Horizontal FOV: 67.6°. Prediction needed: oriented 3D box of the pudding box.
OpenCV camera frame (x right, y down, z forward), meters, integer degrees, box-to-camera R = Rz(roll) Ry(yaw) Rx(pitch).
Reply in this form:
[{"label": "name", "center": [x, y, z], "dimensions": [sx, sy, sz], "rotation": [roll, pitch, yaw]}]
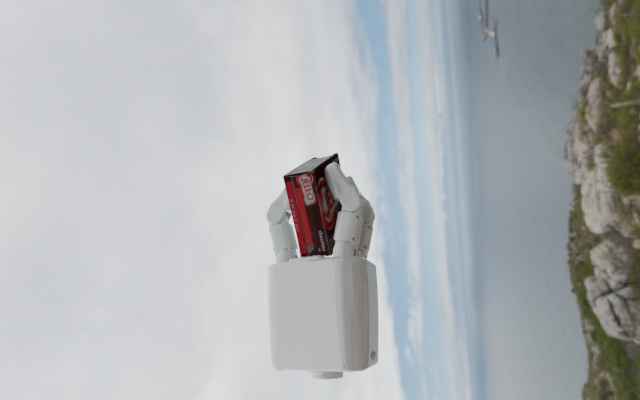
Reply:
[{"label": "pudding box", "center": [0.000, 0.002, 0.526], "dimensions": [0.039, 0.090, 0.113], "rotation": [-7, 13, 15]}]
